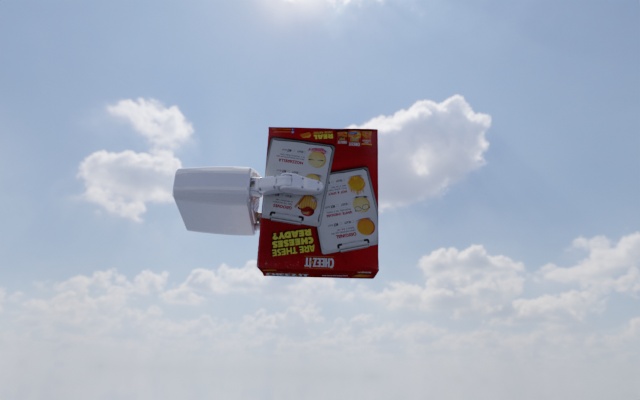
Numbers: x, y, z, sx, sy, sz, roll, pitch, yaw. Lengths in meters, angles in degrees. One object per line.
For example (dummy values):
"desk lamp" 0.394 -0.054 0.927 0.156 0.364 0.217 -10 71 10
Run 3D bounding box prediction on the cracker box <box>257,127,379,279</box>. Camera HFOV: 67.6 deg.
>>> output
"cracker box" 0.000 0.002 0.692 0.164 0.213 0.072 1 -20 2
